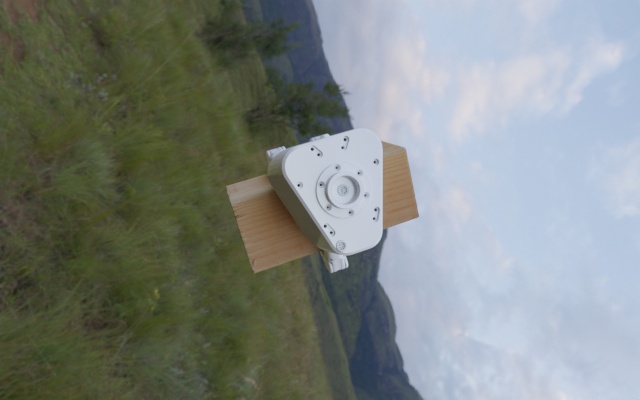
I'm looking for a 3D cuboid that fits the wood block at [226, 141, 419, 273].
[{"bbox_3d":[0.000,0.002,0.577,0.206,0.091,0.090,-17,16,-10],"label":"wood block"}]
